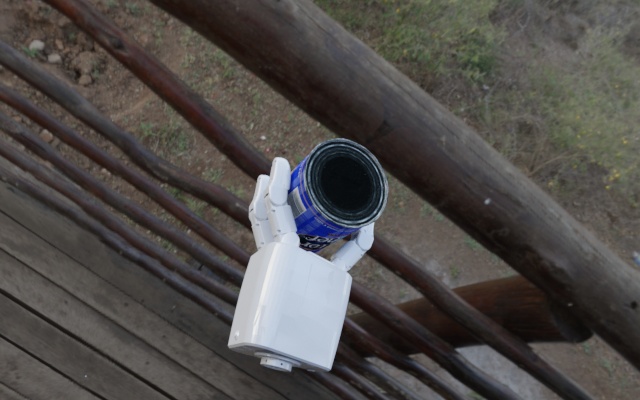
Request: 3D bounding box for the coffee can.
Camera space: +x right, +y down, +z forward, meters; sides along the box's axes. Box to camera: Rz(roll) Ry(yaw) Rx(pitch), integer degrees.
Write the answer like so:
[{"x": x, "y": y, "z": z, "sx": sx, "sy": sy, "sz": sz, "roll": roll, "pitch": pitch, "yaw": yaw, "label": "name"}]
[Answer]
[{"x": 0.000, "y": 0.002, "z": 0.570, "sx": 0.103, "sy": 0.102, "sz": 0.140, "roll": 0, "pitch": -18, "yaw": -26, "label": "coffee can"}]
